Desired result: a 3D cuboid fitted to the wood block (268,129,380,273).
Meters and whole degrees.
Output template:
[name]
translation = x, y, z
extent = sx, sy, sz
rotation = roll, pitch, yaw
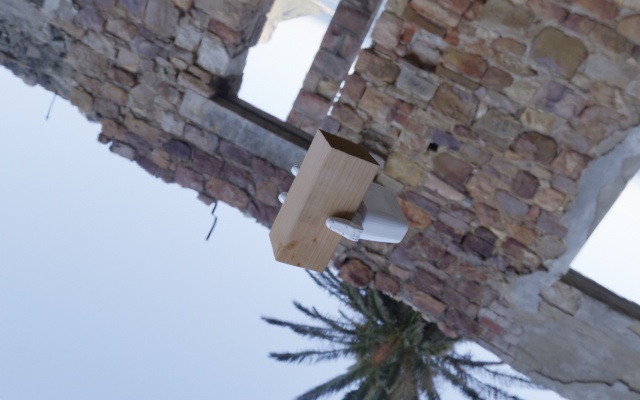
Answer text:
[wood block]
translation = 0.000, 0.003, 0.779
extent = 0.090, 0.206, 0.090
rotation = 18, 20, -23
